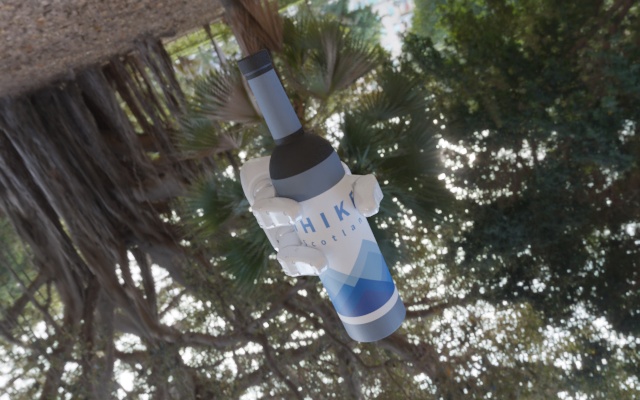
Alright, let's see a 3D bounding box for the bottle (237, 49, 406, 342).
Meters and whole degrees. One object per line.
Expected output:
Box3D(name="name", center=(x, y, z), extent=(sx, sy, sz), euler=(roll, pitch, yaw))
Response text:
Box3D(name="bottle", center=(0.000, 0.002, 0.455), extent=(0.069, 0.296, 0.069), euler=(-22, 20, 9))
